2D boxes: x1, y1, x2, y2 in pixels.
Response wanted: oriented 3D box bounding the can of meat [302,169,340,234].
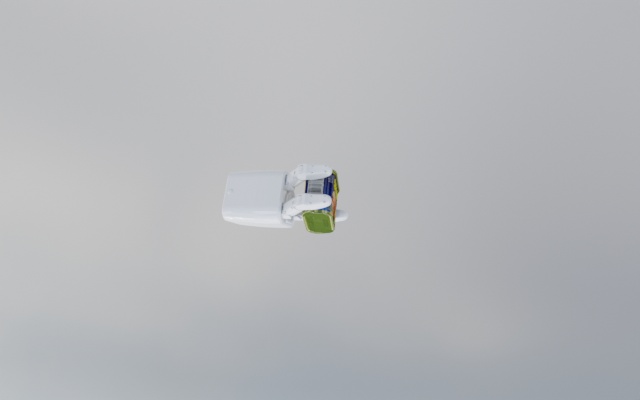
[{"bbox_3d":[0.000,0.003,0.834,0.057,0.084,0.102,2,-25,7],"label":"can of meat"}]
